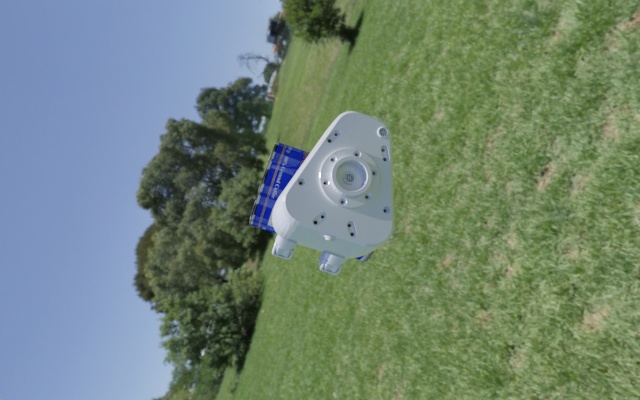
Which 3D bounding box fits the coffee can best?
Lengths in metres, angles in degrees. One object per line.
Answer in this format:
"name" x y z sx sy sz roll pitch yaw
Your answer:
"coffee can" 0.000 0.002 0.555 0.140 0.103 0.103 18 -2 -4
